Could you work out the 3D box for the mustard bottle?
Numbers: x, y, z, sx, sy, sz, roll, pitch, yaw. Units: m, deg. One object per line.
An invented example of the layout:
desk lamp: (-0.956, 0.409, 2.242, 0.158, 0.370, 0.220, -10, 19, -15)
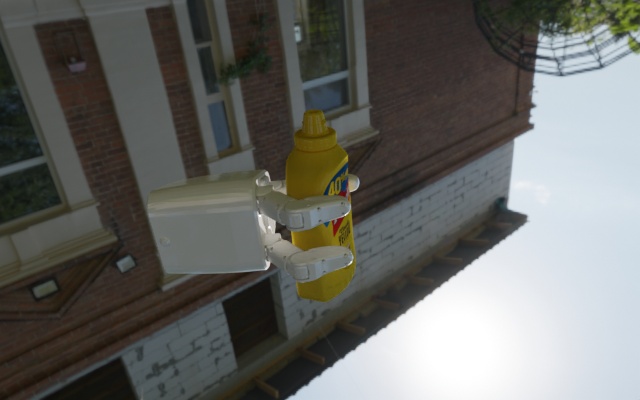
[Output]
mustard bottle: (0.000, 0.002, 0.491, 0.058, 0.192, 0.096, 7, 29, 23)
